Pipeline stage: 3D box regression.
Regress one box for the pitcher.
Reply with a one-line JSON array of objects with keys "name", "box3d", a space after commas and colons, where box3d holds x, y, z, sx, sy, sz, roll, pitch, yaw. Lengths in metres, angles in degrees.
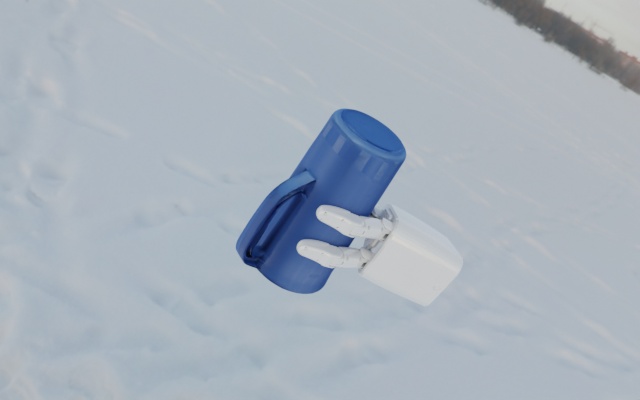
[{"name": "pitcher", "box3d": [0.000, 0.002, 0.640, 0.145, 0.243, 0.149, 29, 29, -7]}]
